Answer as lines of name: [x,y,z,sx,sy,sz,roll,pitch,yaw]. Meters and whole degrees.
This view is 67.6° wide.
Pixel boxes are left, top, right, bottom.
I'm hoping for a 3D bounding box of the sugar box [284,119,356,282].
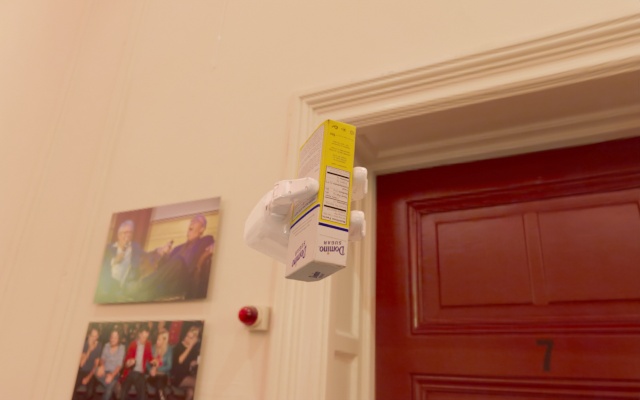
sugar box: [0.001,0.002,0.566,0.048,0.176,0.093,12,-23,-20]
